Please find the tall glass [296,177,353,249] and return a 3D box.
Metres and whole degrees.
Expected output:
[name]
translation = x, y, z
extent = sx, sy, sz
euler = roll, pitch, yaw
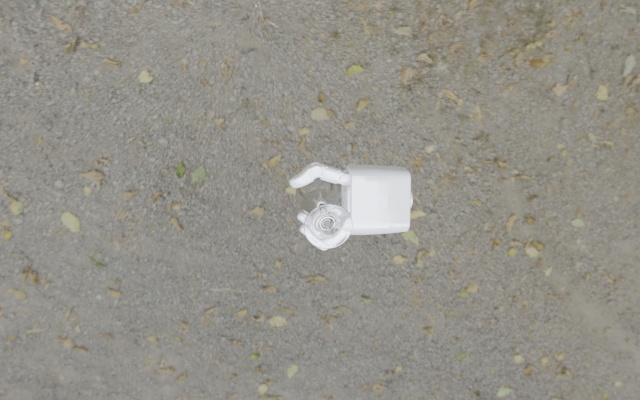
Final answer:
[tall glass]
translation = 0.000, 0.003, 0.807
extent = 0.079, 0.079, 0.201
euler = 0, 22, -8
